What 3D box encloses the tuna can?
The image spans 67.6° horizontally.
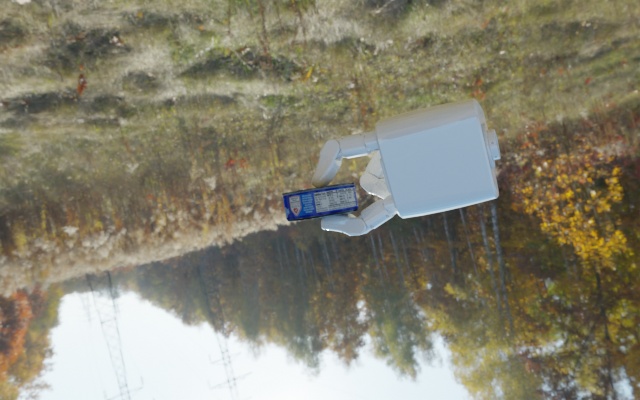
[{"bbox_3d":[0.000,0.002,0.554,0.086,0.034,0.086,-9,0,0],"label":"tuna can"}]
